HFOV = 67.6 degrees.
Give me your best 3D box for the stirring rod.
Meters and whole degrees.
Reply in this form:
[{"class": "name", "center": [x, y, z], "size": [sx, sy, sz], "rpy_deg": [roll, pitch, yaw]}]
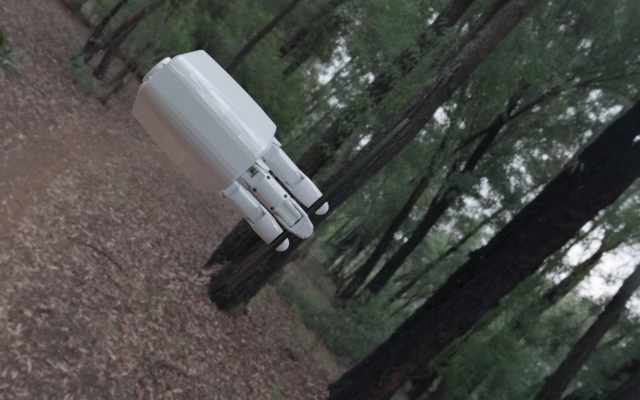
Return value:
[{"class": "stirring rod", "center": [0.000, 0.002, 0.470], "size": [0.239, 0.011, 0.011], "rpy_deg": [-43, 3, -3]}]
